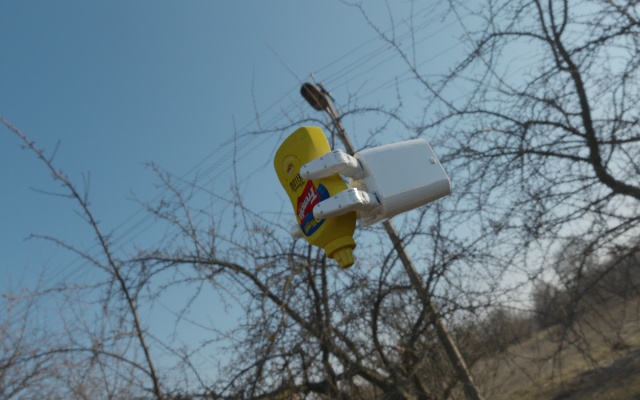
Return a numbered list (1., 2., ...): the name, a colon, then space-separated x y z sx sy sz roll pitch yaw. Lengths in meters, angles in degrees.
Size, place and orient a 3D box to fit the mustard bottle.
1. mustard bottle: 0.000 0.002 0.637 0.058 0.191 0.096 -3 -31 -40
